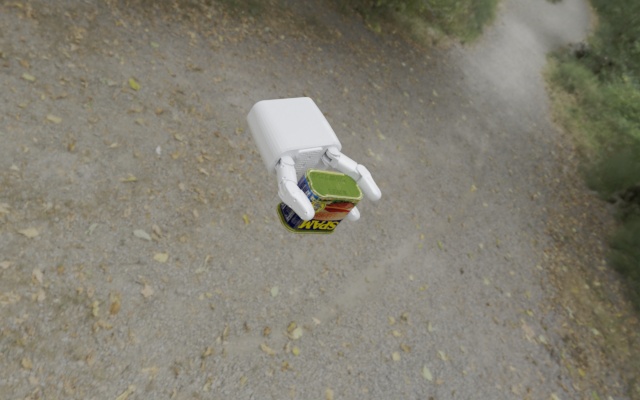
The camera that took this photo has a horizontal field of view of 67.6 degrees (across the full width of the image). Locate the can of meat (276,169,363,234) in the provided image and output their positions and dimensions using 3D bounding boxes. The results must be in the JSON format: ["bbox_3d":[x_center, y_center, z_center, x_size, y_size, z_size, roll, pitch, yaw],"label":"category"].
[{"bbox_3d":[0.000,0.002,0.701,0.102,0.057,0.084,5,-42,-39],"label":"can of meat"}]
